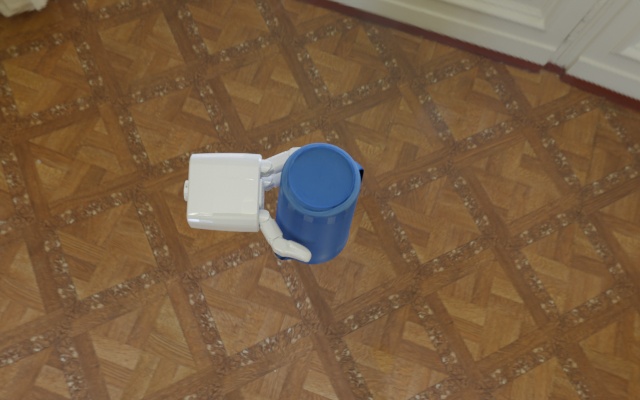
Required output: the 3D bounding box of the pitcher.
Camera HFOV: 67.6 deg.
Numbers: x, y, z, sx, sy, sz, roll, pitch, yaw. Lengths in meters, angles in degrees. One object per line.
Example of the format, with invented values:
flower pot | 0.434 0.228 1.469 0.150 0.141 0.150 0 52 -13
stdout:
pitcher | 0.000 0.002 0.742 0.145 0.149 0.243 3 -20 -3
